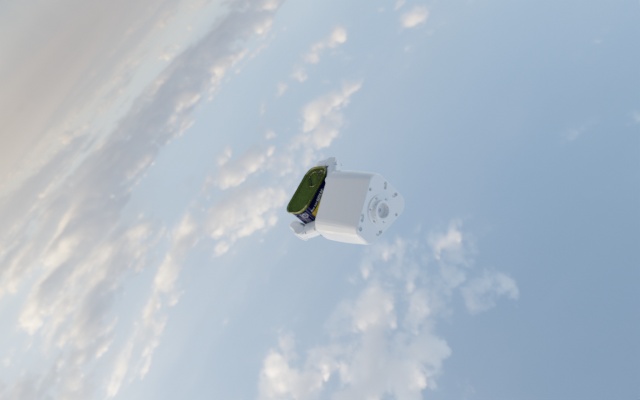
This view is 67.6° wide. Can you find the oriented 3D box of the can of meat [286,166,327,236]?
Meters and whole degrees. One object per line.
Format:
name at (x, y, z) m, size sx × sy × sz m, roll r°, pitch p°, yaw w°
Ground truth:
can of meat at (0.000, 0.003, 0.871) m, size 0.084 × 0.102 × 0.057 m, roll 41°, pitch -24°, yaw -30°
